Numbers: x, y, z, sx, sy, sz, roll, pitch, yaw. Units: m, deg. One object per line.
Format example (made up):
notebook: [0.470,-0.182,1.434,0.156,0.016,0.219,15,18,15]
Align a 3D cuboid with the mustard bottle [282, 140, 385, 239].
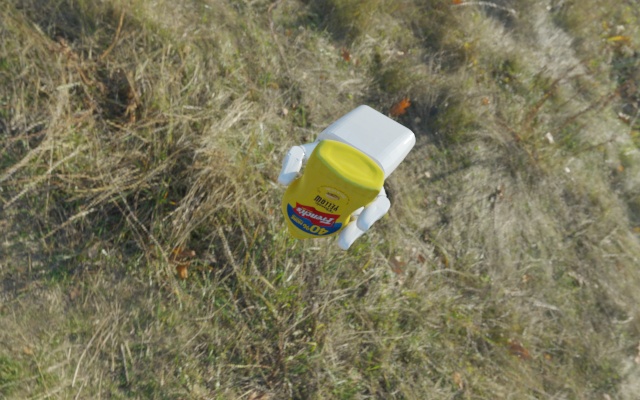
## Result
mustard bottle: [0.000,0.002,0.650,0.096,0.058,0.192,27,-38,-11]
